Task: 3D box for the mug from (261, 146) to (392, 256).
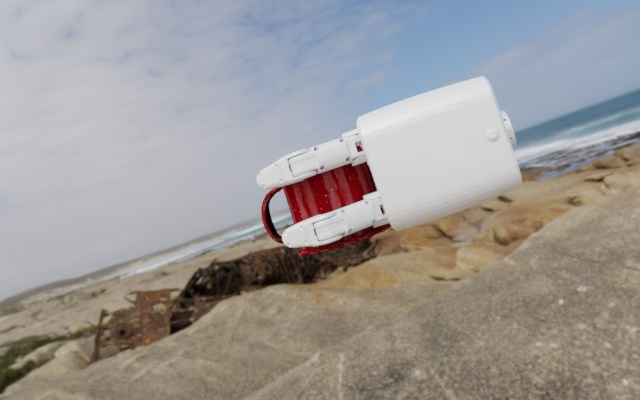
[{"bbox_3d":[-0.001,0.002,0.446,0.117,0.081,0.093,-18,1,13],"label":"mug"}]
